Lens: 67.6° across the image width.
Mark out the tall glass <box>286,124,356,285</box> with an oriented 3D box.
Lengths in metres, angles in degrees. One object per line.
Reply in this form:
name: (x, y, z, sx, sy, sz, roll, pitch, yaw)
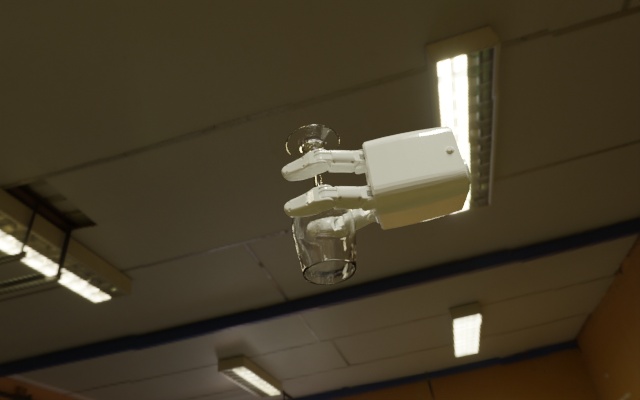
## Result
tall glass: (0.000, 0.001, 0.601, 0.079, 0.201, 0.079, -5, -35, -3)
